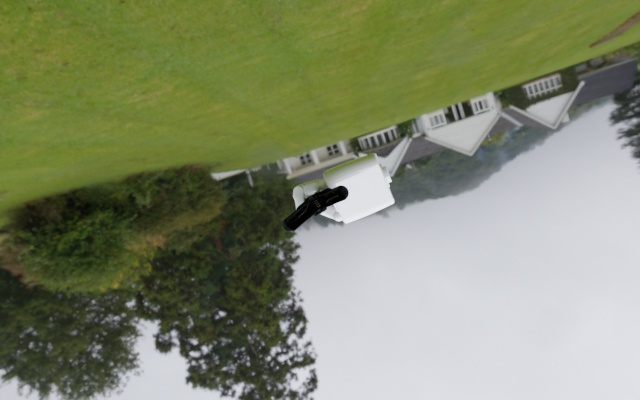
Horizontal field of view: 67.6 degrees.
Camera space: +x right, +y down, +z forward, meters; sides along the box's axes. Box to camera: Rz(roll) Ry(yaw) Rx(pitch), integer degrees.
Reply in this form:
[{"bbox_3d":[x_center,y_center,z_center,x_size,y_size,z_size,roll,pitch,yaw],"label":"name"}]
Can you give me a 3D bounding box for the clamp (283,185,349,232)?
[{"bbox_3d":[0.000,0.003,0.842,0.120,0.039,0.171,-25,8,10],"label":"clamp"}]
